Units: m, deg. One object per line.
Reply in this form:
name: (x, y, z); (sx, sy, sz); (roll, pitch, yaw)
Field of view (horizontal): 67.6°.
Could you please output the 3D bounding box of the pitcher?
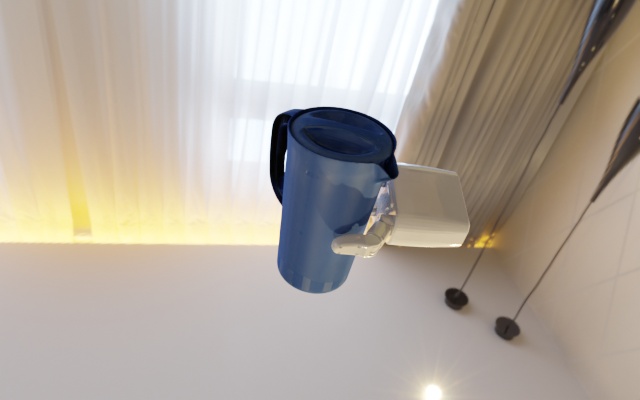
pitcher: (0.000, 0.002, 0.643); (0.145, 0.243, 0.149); (4, 37, -11)
